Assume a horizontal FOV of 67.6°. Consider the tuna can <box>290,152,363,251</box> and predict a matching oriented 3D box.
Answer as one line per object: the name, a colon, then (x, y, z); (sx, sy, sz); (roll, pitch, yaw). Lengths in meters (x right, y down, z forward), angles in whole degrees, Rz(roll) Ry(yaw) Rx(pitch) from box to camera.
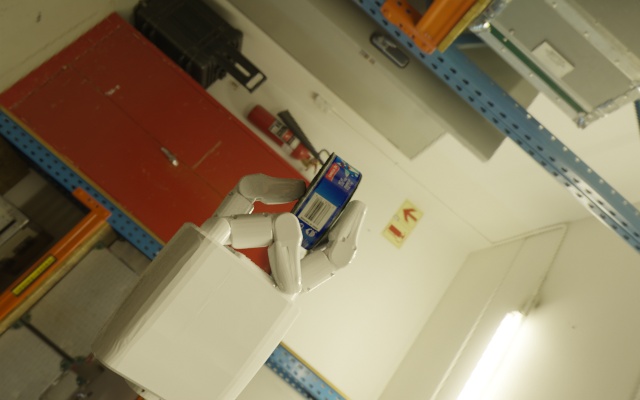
tuna can: (0.001, 0.002, 0.422); (0.034, 0.086, 0.086); (35, -3, -4)
